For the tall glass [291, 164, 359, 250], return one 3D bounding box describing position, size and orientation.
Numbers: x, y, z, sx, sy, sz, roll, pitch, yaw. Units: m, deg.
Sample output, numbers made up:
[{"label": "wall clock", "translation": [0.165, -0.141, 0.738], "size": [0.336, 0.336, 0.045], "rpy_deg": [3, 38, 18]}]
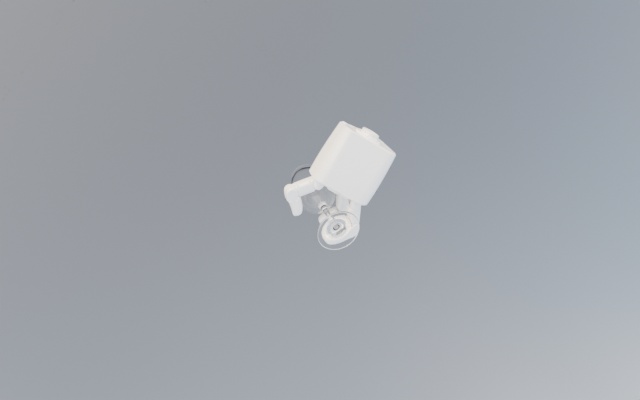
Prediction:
[{"label": "tall glass", "translation": [0.000, 0.003, 0.868], "size": [0.079, 0.079, 0.201], "rpy_deg": [0, 28, -20]}]
